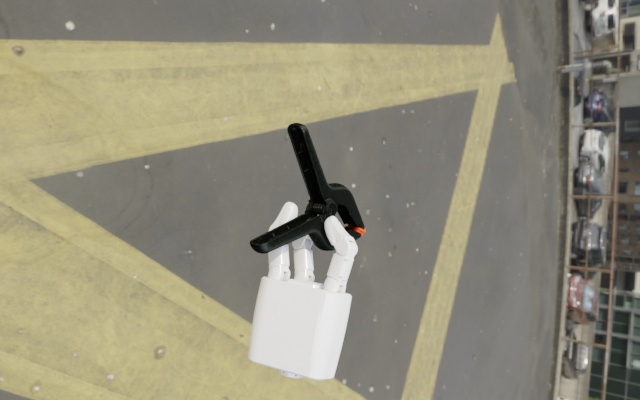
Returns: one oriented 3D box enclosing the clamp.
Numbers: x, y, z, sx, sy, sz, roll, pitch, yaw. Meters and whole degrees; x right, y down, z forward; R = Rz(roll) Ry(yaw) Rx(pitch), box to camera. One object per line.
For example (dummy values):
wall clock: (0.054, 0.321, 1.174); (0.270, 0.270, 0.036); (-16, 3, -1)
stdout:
clamp: (0.001, 0.003, 0.637); (0.036, 0.164, 0.210); (9, -7, 38)
